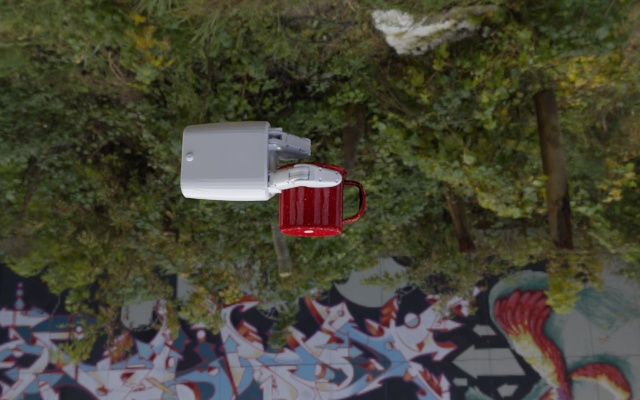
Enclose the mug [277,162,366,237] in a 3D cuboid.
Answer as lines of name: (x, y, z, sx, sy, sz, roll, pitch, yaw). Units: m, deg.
mug: (0.002, 0.002, 0.614, 0.117, 0.081, 0.093, 0, -11, 4)
